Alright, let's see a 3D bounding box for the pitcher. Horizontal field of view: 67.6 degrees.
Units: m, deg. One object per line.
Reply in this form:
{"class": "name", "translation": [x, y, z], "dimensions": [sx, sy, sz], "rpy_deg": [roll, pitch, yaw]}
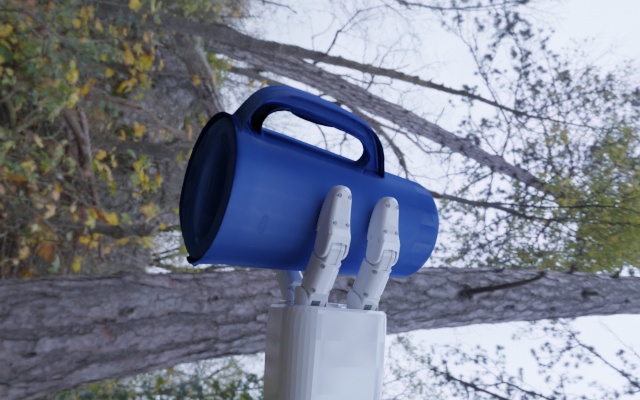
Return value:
{"class": "pitcher", "translation": [0.000, 0.002, 0.461], "dimensions": [0.243, 0.145, 0.149], "rpy_deg": [12, -17, -31]}
